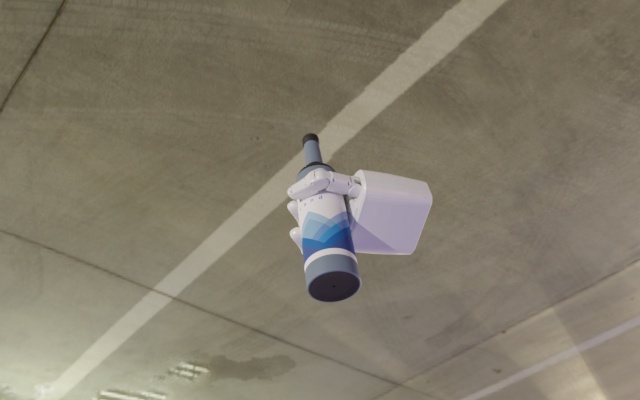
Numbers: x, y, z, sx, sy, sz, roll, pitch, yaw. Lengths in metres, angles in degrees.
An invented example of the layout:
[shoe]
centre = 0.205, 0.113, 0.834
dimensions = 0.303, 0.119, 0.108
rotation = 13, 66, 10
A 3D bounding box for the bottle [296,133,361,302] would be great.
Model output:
[bottle]
centre = 0.000, 0.002, 0.679
dimensions = 0.069, 0.069, 0.295
rotation = 0, 44, -9
